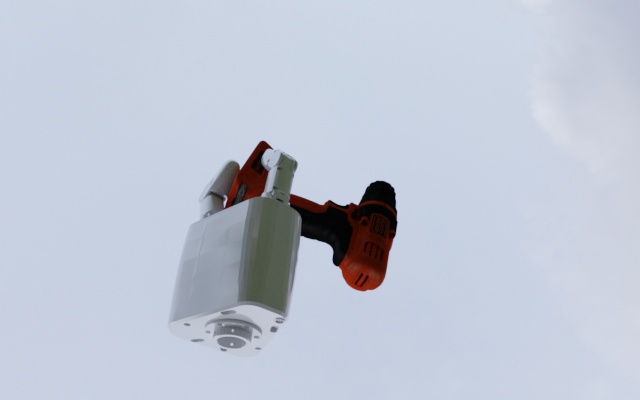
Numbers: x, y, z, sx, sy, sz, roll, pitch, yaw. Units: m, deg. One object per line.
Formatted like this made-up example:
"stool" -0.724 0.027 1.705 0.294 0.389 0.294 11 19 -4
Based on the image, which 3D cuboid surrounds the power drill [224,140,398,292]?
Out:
"power drill" 0.000 0.002 0.543 0.187 0.057 0.184 24 33 -2
